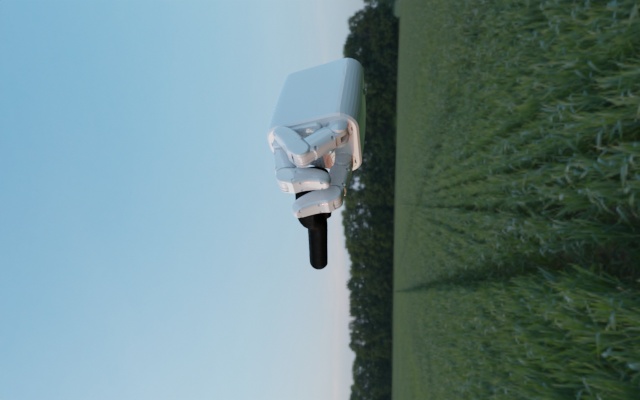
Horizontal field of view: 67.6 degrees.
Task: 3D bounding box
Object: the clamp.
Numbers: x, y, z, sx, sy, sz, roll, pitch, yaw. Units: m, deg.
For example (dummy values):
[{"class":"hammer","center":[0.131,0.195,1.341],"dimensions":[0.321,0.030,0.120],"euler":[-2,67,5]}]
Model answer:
[{"class":"clamp","center":[-0.001,0.002,0.627],"dimensions":[0.039,0.120,0.172],"euler":[4,-36,10]}]
